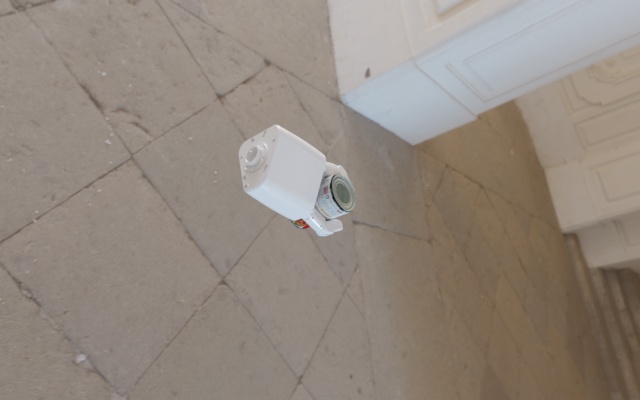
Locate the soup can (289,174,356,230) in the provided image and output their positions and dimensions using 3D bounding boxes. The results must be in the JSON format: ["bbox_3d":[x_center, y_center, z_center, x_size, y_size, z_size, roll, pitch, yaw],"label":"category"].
[{"bbox_3d":[0.001,0.003,0.805,0.102,0.068,0.068,-22,-13,34],"label":"soup can"}]
